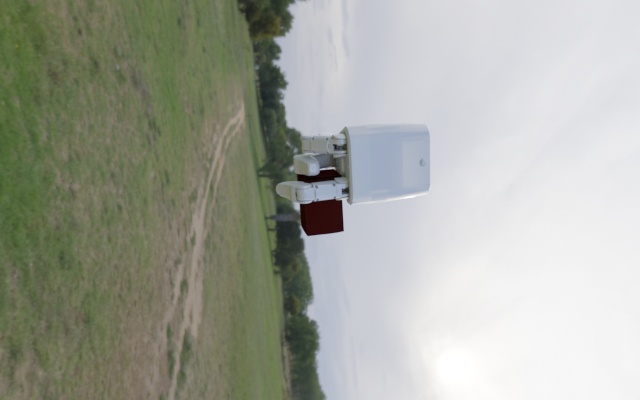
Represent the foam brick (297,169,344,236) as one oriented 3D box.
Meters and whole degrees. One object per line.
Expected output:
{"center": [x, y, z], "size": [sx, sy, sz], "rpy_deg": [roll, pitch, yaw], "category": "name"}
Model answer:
{"center": [0.000, 0.002, 0.635], "size": [0.051, 0.078, 0.053], "rpy_deg": [-6, 15, -10], "category": "foam brick"}
